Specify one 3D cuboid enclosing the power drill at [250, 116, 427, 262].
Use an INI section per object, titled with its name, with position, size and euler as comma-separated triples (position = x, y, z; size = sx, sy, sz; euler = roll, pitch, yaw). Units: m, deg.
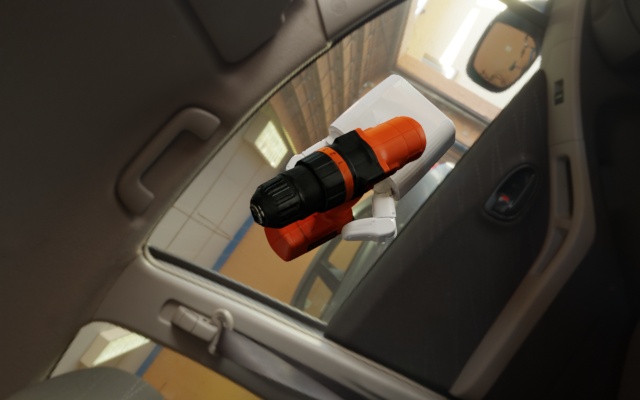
[power drill]
position = 0.000, 0.002, 0.477
size = 0.184, 0.057, 0.188
euler = -26, -12, -27
